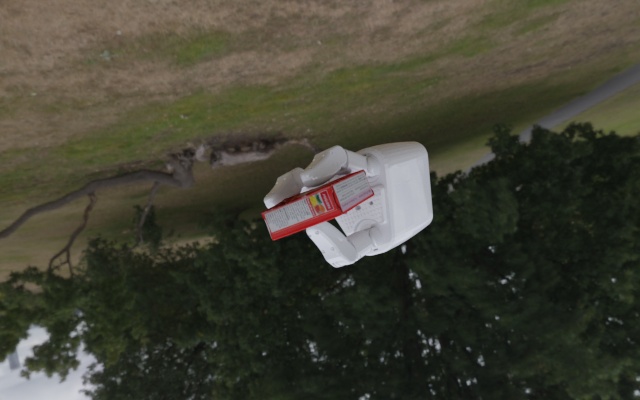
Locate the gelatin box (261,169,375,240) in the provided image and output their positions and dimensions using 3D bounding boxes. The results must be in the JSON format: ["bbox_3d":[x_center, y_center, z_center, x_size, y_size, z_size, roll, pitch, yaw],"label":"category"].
[{"bbox_3d":[0.000,0.002,0.436,0.073,0.030,0.089,-21,3,27],"label":"gelatin box"}]
